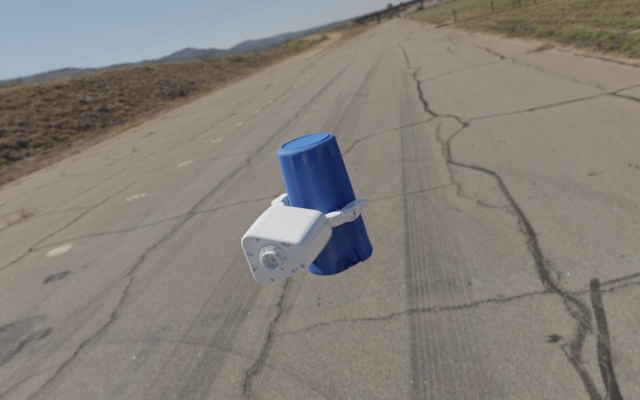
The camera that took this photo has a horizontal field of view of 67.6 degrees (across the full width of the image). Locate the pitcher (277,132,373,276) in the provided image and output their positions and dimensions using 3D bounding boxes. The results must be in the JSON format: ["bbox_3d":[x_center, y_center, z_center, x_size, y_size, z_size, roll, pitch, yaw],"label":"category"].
[{"bbox_3d":[0.000,0.003,0.886,0.149,0.243,0.145,-7,21,26],"label":"pitcher"}]
